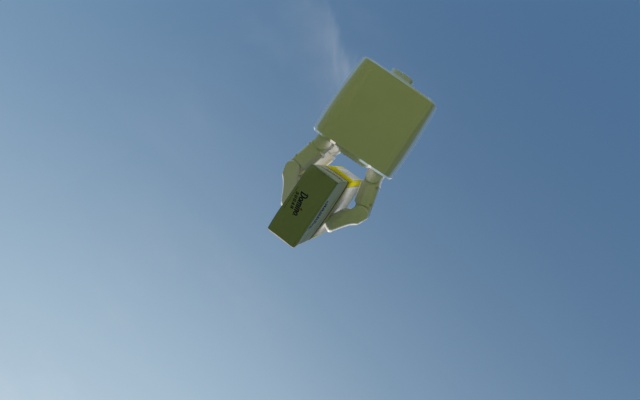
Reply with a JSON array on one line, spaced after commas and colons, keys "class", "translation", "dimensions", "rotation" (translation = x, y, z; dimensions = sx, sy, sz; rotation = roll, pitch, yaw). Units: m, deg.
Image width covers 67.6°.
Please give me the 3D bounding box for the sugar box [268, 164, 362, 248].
[{"class": "sugar box", "translation": [0.000, 0.002, 0.614], "dimensions": [0.048, 0.093, 0.176], "rotation": [36, 10, 12]}]
